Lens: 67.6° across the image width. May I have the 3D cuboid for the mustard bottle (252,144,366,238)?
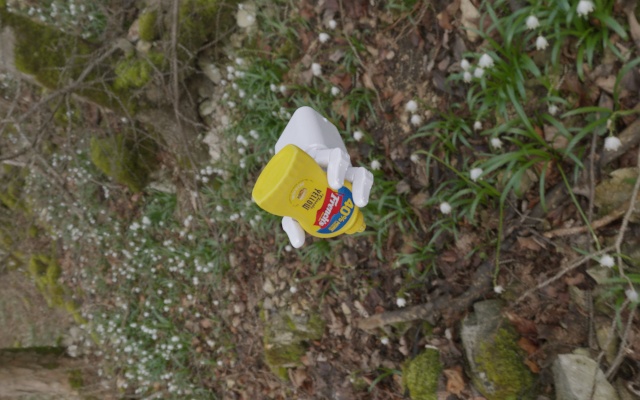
[{"bbox_3d":[0.000,0.002,0.698,0.192,0.096,0.058,32,6,-38],"label":"mustard bottle"}]
